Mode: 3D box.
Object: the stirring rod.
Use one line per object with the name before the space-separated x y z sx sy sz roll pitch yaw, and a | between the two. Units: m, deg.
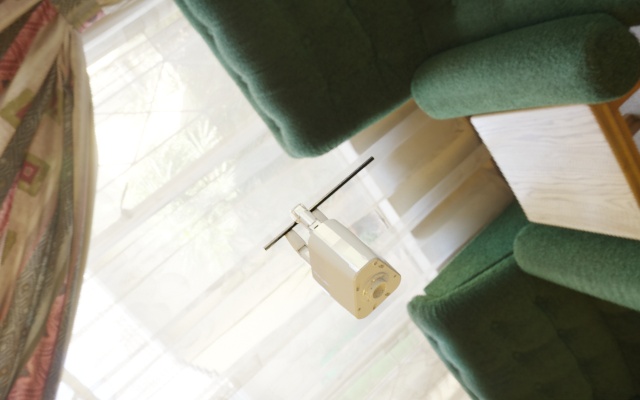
stirring rod | 0.000 0.003 0.790 0.239 0.011 0.011 -40 10 -13
